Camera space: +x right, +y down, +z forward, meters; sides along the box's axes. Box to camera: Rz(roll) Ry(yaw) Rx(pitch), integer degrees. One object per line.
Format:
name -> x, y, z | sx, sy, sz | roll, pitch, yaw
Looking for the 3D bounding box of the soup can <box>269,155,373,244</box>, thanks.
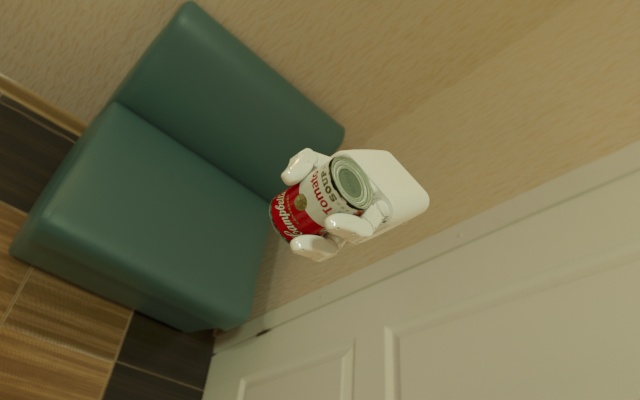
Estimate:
soup can -> 0.000, 0.002, 0.538 | 0.102, 0.068, 0.068 | -32, -20, 36
